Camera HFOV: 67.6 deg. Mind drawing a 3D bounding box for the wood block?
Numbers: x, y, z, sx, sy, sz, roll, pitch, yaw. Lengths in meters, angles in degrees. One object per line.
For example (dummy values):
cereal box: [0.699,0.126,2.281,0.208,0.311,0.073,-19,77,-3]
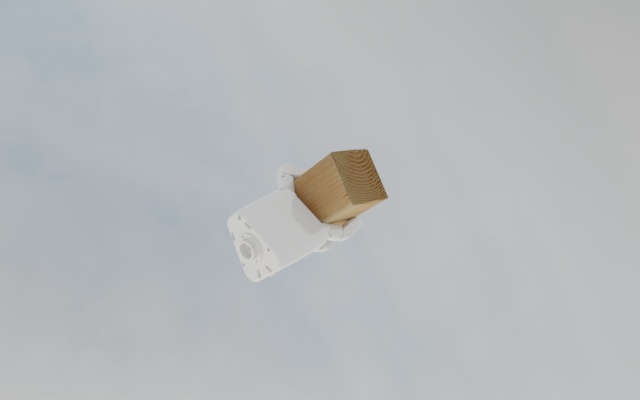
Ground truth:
wood block: [0.000,0.002,0.802,0.090,0.091,0.206,-11,-16,-44]
